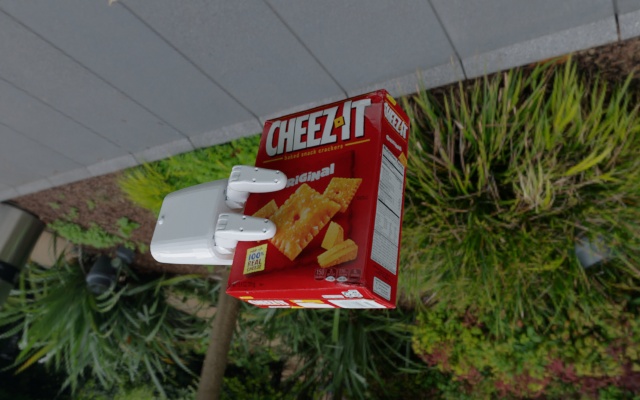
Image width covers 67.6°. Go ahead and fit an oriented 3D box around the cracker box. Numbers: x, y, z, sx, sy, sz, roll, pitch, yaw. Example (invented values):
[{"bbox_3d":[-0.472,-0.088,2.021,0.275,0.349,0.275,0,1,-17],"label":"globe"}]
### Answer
[{"bbox_3d":[0.000,0.002,0.504,0.164,0.213,0.072,-8,-29,33],"label":"cracker box"}]
